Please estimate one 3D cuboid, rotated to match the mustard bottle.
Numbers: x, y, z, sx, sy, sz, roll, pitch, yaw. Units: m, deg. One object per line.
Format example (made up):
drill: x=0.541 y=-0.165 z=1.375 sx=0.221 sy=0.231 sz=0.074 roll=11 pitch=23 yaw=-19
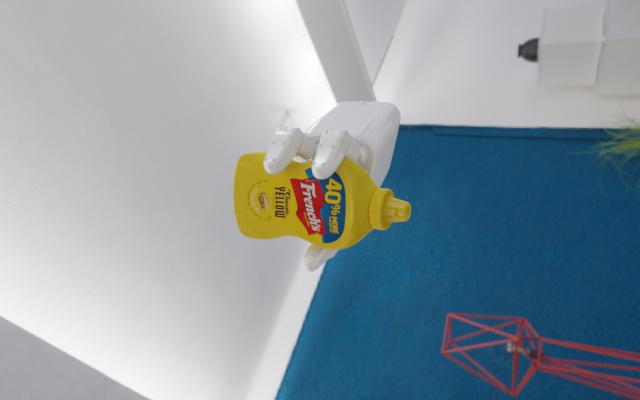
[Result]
mustard bottle: x=0.000 y=0.002 z=0.502 sx=0.191 sy=0.096 sz=0.058 roll=6 pitch=11 yaw=27
